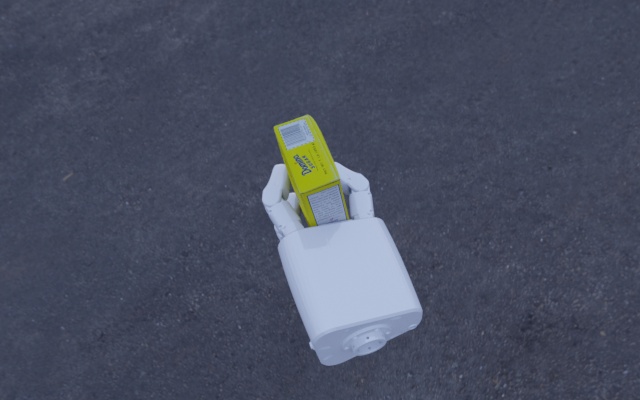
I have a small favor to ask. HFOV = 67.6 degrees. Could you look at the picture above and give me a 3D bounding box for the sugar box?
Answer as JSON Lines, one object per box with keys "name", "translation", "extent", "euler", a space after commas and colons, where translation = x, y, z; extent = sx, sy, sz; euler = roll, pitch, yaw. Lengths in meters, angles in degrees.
{"name": "sugar box", "translation": [0.000, 0.002, 0.517], "extent": [0.048, 0.093, 0.176], "euler": [-19, -36, -4]}
